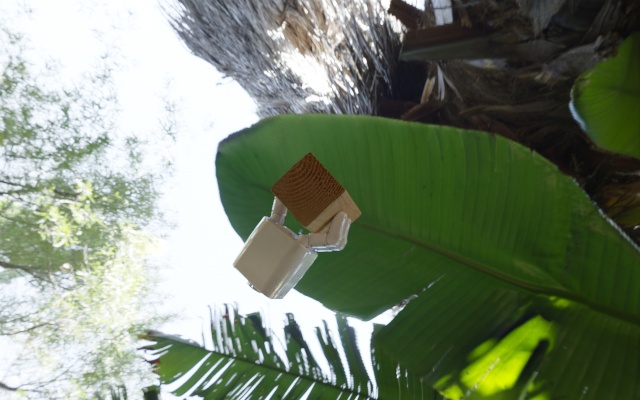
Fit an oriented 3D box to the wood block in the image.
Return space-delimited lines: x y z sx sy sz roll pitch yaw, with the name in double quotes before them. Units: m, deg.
"wood block" 0.000 0.003 0.844 0.090 0.091 0.206 -43 -16 0
